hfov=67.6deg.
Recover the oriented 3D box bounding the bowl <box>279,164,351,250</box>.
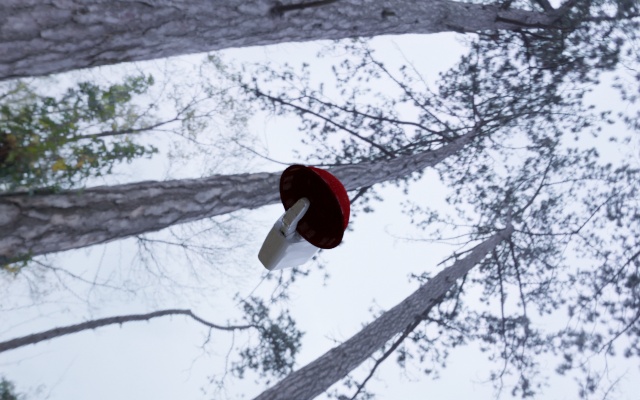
[{"bbox_3d":[0.001,0.002,0.832,0.055,0.162,0.162,-30,18,-34],"label":"bowl"}]
